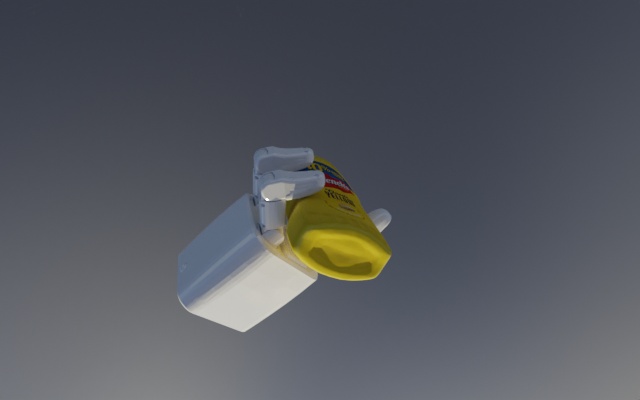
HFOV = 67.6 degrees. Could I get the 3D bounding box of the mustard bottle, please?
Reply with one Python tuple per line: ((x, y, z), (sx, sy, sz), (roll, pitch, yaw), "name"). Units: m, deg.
((0.000, 0.002, 0.502), (0.096, 0.058, 0.191), (19, 23, -24), "mustard bottle")
